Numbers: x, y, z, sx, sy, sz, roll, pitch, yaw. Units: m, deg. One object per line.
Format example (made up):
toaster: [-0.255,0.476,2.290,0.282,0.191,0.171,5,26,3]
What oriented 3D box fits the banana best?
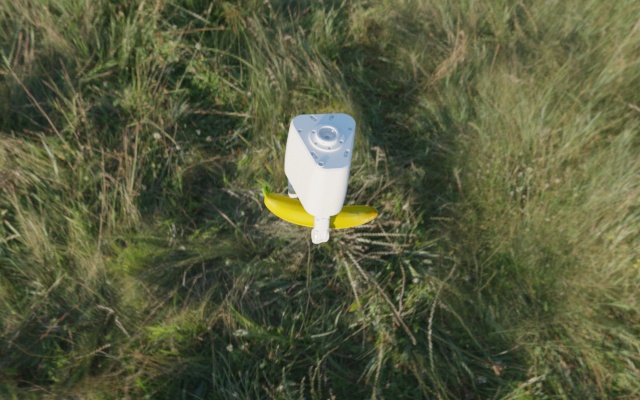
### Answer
banana: [-0.007,0.015,0.768,0.198,0.037,0.069,13,46,6]
